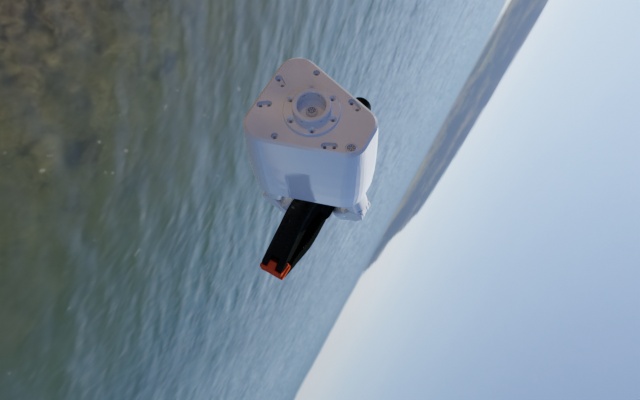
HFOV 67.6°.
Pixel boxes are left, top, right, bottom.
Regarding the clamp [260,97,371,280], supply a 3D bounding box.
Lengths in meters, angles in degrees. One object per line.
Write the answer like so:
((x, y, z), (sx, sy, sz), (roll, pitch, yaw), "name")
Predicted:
((0.001, 0.003, 0.559), (0.036, 0.210, 0.165), (26, -19, 14), "clamp")
